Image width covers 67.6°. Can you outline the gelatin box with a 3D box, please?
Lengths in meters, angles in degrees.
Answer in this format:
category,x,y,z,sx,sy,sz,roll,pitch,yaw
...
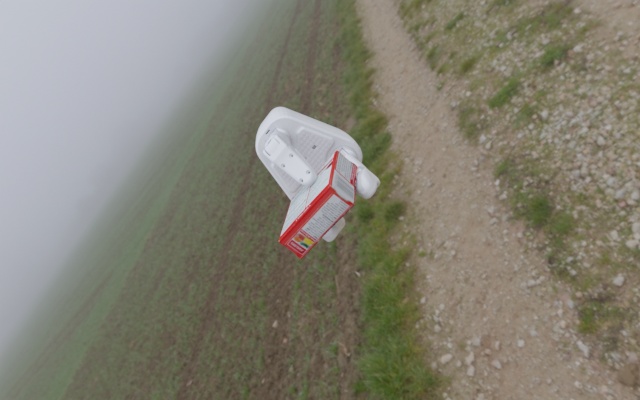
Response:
category,x,y,z,sx,sy,sz,roll,pitch,yaw
gelatin box,0.000,0.001,0.442,0.030,0.073,0.089,38,24,-12
